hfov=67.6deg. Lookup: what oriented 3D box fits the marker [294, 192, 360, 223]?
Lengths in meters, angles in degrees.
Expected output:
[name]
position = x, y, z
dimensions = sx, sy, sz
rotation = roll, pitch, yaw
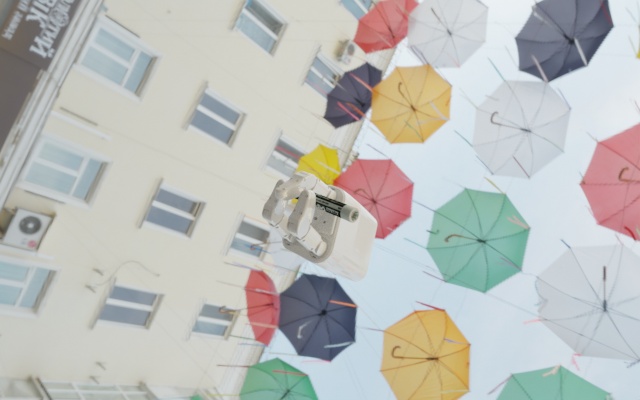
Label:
[marker]
position = 0.000, 0.002, 0.615
dimensions = 0.020, 0.020, 0.121
rotation = 0, 15, -45
